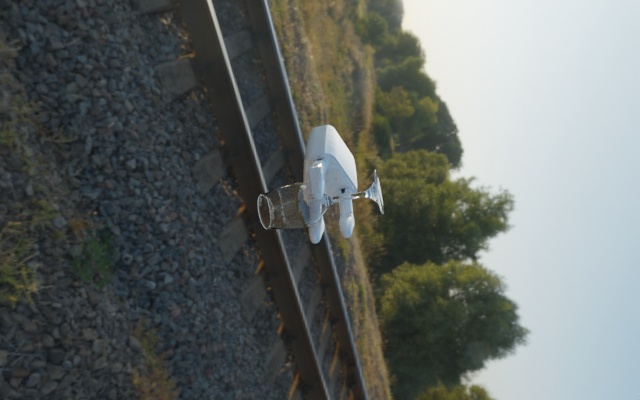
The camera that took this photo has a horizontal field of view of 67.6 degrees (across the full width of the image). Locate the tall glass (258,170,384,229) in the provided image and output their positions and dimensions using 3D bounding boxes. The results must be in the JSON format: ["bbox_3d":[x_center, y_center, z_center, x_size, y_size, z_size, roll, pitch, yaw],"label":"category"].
[{"bbox_3d":[0.001,0.003,0.797,0.201,0.079,0.079,-10,-2,11],"label":"tall glass"}]
